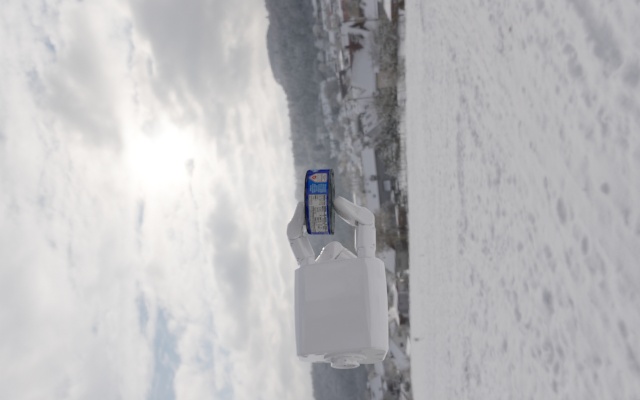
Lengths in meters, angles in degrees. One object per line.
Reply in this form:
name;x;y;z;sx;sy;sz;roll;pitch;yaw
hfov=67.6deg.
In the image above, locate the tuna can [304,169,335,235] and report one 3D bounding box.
tuna can;0.000;0.002;0.615;0.034;0.086;0.086;-1;0;5
